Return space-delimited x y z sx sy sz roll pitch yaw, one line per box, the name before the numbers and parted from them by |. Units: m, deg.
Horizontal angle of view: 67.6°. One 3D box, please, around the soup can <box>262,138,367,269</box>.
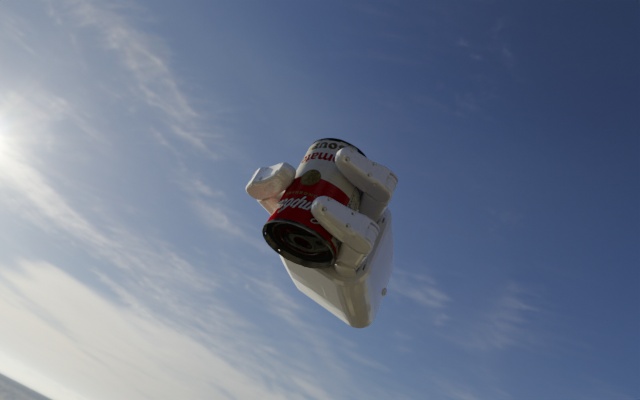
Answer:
soup can | 0.000 0.001 0.434 0.068 0.102 0.069 19 -33 13
